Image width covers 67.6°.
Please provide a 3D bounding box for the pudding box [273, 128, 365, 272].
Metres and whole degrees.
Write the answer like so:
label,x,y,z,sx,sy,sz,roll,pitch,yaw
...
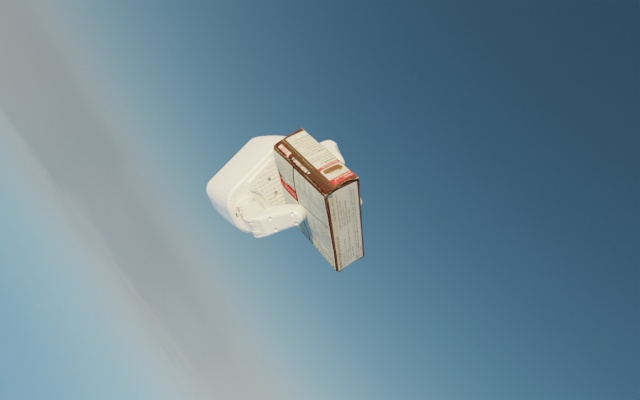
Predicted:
label,x,y,z,sx,sy,sz,roll,pitch,yaw
pudding box,0.000,0.002,0.455,0.039,0.114,0.090,-32,51,-18
